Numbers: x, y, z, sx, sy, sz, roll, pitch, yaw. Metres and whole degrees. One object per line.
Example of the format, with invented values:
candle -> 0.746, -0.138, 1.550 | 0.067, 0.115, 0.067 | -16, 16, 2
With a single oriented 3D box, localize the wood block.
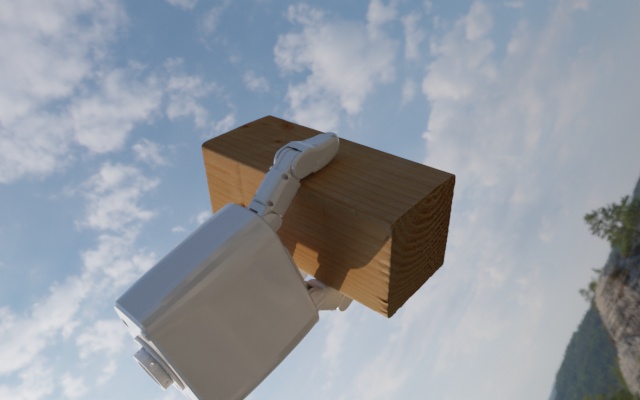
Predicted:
wood block -> 0.000, 0.001, 0.418 | 0.206, 0.091, 0.090 | 23, 39, 35
